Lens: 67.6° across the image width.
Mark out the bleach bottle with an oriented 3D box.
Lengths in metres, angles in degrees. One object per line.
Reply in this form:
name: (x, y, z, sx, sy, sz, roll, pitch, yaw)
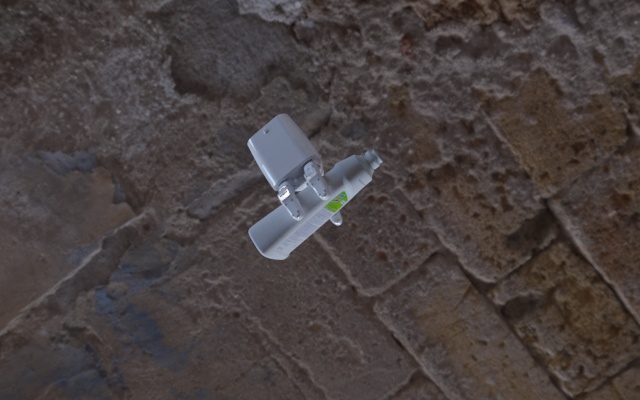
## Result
bleach bottle: (0.000, 0.003, 0.817, 0.251, 0.068, 0.102, -38, -18, 10)
